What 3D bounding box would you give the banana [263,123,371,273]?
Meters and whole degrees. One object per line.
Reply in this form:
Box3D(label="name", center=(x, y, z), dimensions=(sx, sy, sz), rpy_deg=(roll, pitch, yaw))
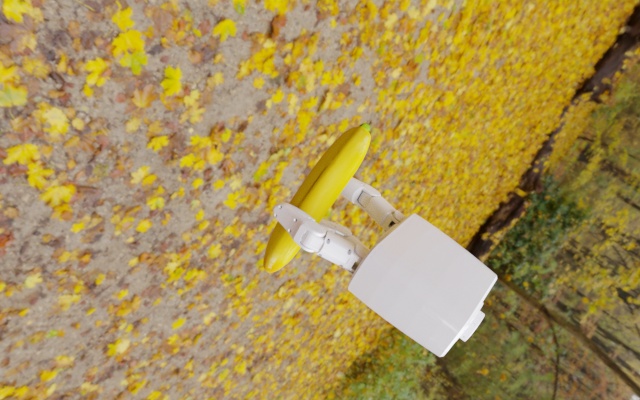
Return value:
Box3D(label="banana", center=(-0.001, -0.005, 0.499), dimensions=(0.037, 0.198, 0.070), rpy_deg=(35, -3, 14))
